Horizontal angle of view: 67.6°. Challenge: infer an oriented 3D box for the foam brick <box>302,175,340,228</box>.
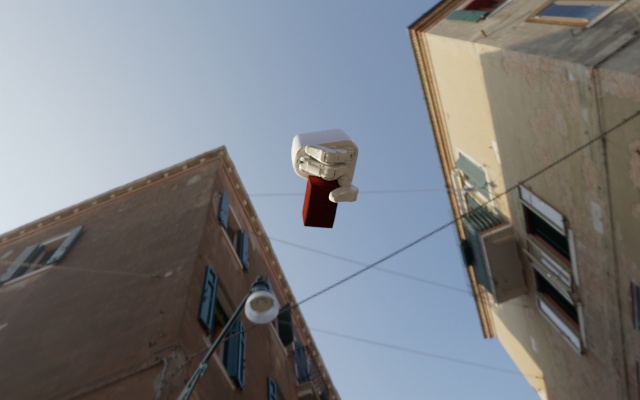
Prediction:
[{"bbox_3d":[0.000,0.003,0.838,0.053,0.078,0.051,7,22,-11],"label":"foam brick"}]
